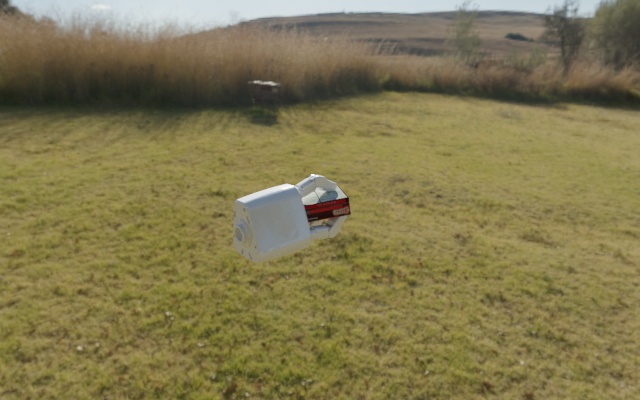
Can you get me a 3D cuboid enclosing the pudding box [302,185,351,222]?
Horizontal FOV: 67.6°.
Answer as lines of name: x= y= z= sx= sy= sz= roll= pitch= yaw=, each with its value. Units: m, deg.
pudding box: x=0.000 y=0.003 z=0.896 sx=0.090 sy=0.039 sz=0.113 roll=-9 pitch=19 yaw=-8
